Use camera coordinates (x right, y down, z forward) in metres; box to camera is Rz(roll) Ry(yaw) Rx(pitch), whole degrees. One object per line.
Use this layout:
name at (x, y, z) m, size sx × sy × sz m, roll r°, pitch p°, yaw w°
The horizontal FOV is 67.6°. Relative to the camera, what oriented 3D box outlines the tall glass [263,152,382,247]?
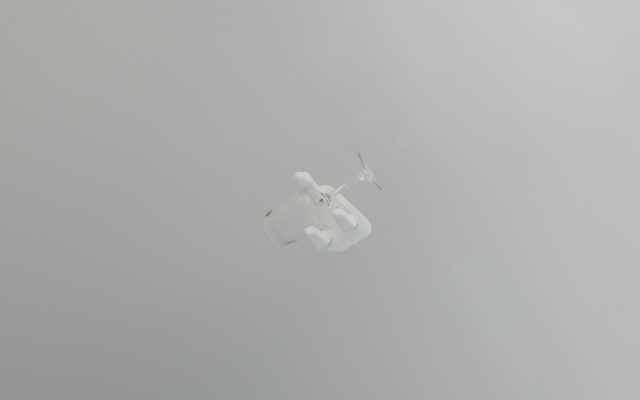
tall glass at (0.001, 0.002, 0.814) m, size 0.201 × 0.079 × 0.079 m, roll -32°, pitch -6°, yaw 10°
